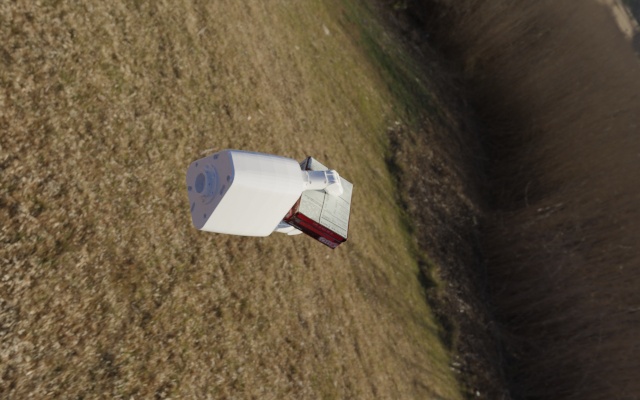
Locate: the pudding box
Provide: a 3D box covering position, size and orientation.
[{"bbox_3d":[0.000,0.002,0.691,0.090,0.113,0.039,32,-44,-24],"label":"pudding box"}]
